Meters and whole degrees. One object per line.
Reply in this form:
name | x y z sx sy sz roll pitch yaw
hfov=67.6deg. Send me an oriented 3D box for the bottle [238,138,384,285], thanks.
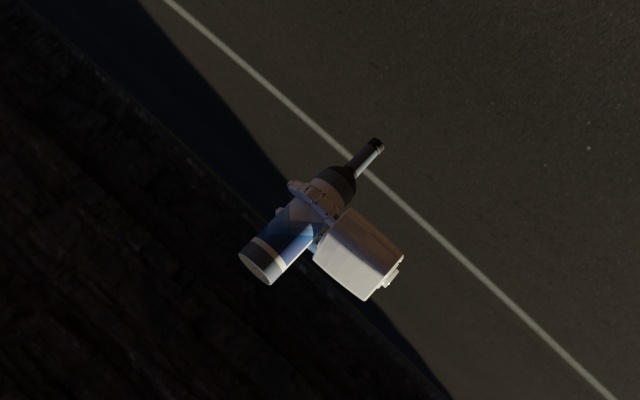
bottle | 0.000 0.003 0.748 0.295 0.069 0.069 -45 20 -21
